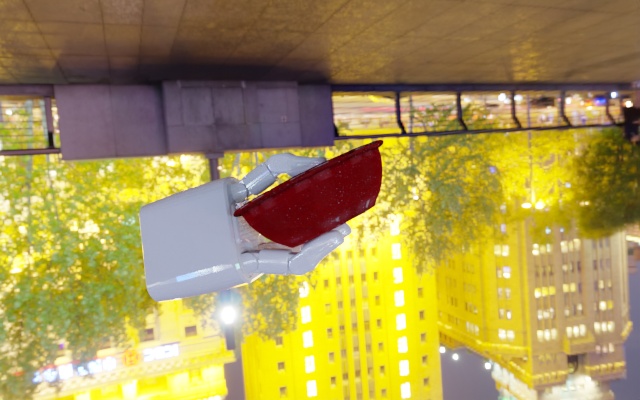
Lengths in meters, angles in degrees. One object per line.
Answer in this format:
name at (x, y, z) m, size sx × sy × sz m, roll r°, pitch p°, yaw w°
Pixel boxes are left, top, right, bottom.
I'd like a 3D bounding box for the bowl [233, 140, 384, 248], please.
bowl at (0.001, 0.001, 0.463) m, size 0.162 × 0.055 × 0.162 m, roll -27°, pitch -2°, yaw -1°
